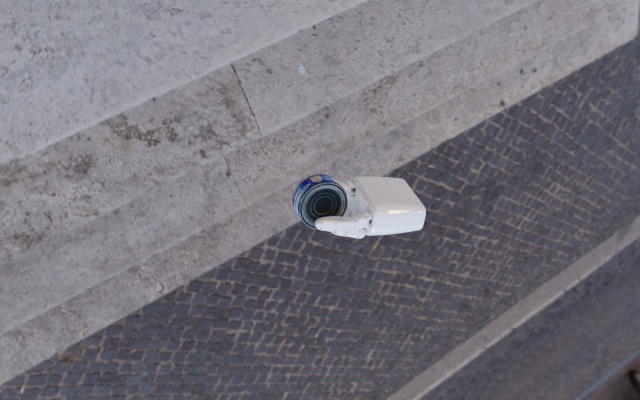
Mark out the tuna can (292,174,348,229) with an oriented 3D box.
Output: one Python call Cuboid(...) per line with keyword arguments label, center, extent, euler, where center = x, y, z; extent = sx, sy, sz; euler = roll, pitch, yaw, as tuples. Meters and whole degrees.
Cuboid(label="tuna can", center=(0.000, 0.003, 0.767), extent=(0.086, 0.086, 0.033), euler=(0, 25, -22))
